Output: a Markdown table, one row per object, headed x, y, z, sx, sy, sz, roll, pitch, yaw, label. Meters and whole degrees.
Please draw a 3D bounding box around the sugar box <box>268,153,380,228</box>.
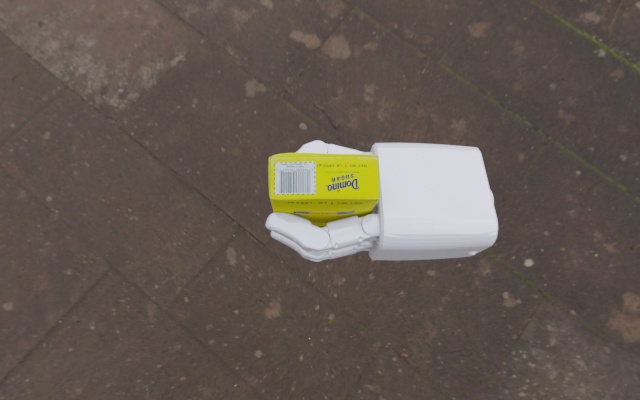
| x | y | z | sx | sy | sz | roll | pitch | yaw | label |
| --- | --- | --- | --- | --- | --- | --- | --- | --- | --- |
| 0.000 | 0.002 | 0.476 | 0.093 | 0.048 | 0.176 | 1 | -16 | -1 | sugar box |
